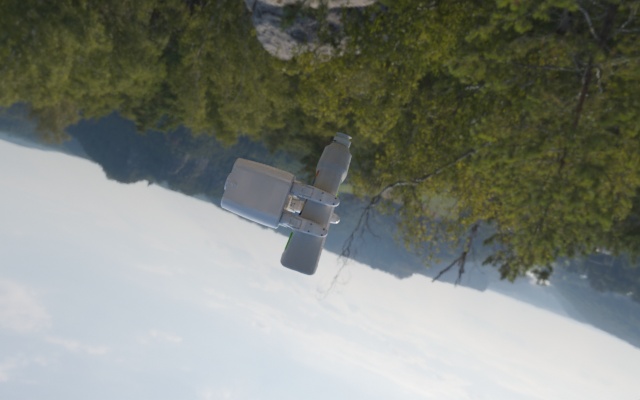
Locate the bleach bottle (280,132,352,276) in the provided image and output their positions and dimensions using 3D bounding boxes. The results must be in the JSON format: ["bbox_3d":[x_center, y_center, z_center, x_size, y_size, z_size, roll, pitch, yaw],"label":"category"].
[{"bbox_3d":[0.000,0.003,0.850,0.068,0.251,0.102,20,-1,-1],"label":"bleach bottle"}]
